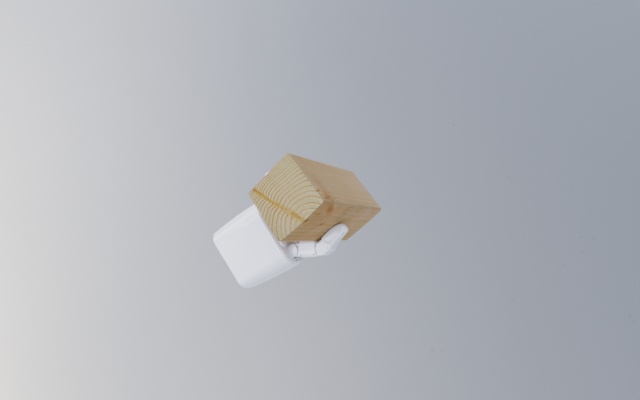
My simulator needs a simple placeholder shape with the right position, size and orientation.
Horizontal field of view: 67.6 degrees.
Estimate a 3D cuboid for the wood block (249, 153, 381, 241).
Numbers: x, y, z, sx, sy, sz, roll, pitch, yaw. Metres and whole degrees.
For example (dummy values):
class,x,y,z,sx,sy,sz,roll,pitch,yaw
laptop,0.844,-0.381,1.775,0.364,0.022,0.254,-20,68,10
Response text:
class,x,y,z,sx,sy,sz,roll,pitch,yaw
wood block,0.000,0.003,0.736,0.090,0.090,0.206,-43,-22,19
